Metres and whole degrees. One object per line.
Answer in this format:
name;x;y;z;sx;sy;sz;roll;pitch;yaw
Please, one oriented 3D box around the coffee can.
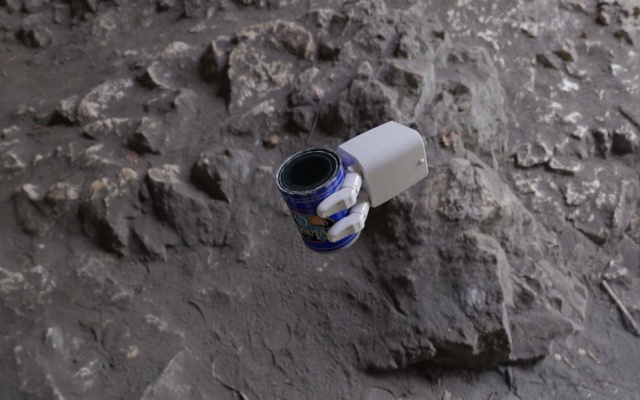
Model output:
coffee can;0.000;0.003;0.755;0.103;0.102;0.140;0;-43;22
